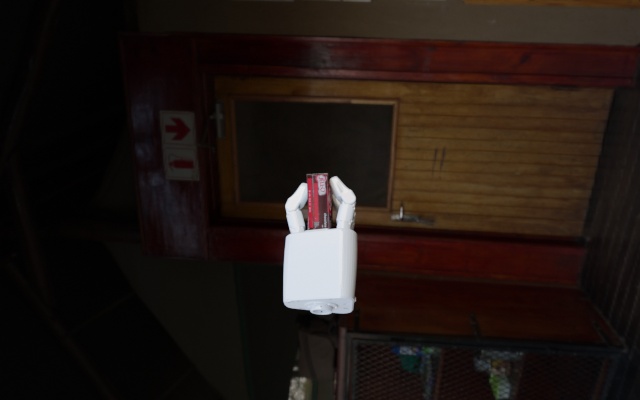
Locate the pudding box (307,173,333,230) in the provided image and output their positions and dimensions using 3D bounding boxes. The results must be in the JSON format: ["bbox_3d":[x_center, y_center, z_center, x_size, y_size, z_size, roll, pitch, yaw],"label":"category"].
[{"bbox_3d":[0.000,0.003,0.783,0.039,0.090,0.113,-1,1,2],"label":"pudding box"}]
